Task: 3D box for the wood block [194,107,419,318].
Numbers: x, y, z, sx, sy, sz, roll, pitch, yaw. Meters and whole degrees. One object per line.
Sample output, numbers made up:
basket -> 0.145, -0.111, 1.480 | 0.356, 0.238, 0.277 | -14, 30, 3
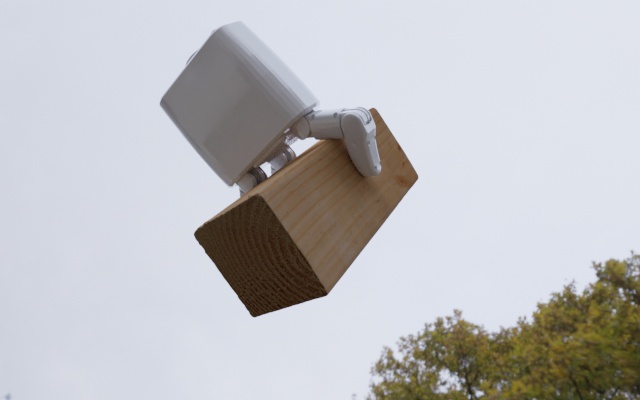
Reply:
wood block -> 0.000, 0.001, 0.436 | 0.091, 0.090, 0.206 | -27, 11, 39
